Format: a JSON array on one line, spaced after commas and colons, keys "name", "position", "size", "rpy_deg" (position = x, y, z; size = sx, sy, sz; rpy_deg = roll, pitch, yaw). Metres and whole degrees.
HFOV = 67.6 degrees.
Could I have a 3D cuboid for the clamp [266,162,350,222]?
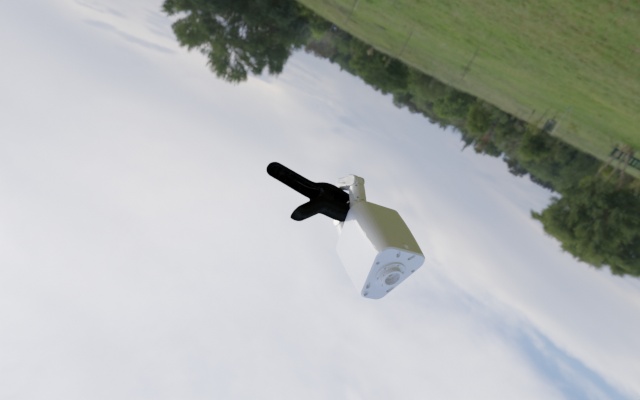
[{"name": "clamp", "position": [0.000, 0.003, 0.745], "size": [0.171, 0.120, 0.039], "rpy_deg": [17, -52, -32]}]
